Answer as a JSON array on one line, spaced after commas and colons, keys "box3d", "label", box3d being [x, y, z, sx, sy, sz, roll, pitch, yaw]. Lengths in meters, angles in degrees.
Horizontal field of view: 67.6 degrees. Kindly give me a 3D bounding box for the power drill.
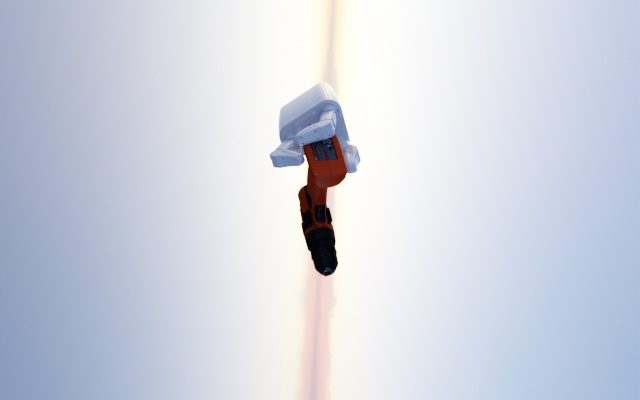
[{"box3d": [0.000, 0.002, 0.760, 0.057, 0.184, 0.188, -5, -41, -13], "label": "power drill"}]
